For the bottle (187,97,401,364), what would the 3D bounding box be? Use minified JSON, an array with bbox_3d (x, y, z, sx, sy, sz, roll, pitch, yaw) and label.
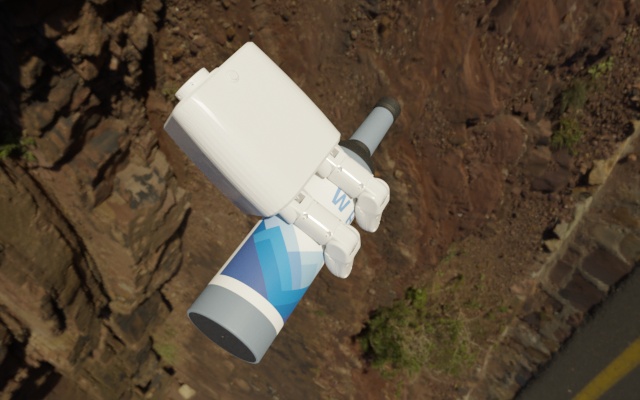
[{"bbox_3d":[0.000,0.002,0.434,0.069,0.069,0.295,0,44,44],"label":"bottle"}]
